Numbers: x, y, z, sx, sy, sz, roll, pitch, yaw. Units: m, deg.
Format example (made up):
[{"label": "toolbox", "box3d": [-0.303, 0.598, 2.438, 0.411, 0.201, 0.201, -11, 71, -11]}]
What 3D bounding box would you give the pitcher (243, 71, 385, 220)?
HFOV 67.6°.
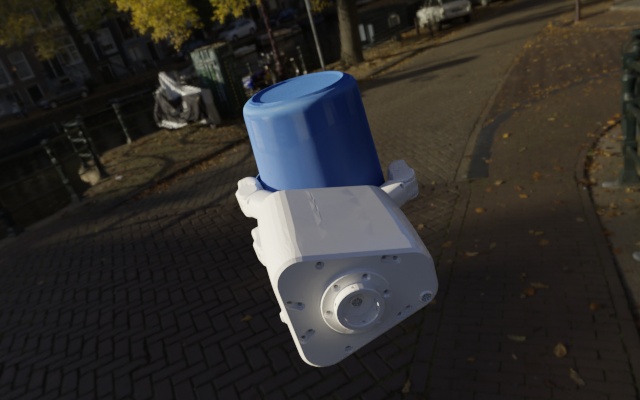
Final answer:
[{"label": "pitcher", "box3d": [0.000, 0.002, 0.490, 0.149, 0.243, 0.145, -17, 25, -3]}]
